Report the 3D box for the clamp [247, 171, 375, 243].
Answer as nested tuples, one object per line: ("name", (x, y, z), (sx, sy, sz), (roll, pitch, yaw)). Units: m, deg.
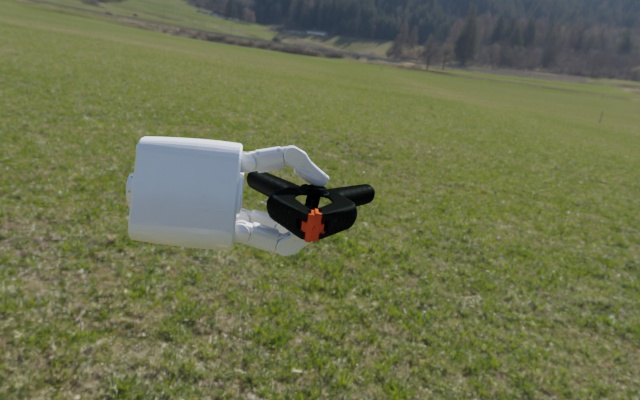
("clamp", (0.000, 0.001, 0.533), (0.164, 0.036, 0.210), (5, 13, -10))
